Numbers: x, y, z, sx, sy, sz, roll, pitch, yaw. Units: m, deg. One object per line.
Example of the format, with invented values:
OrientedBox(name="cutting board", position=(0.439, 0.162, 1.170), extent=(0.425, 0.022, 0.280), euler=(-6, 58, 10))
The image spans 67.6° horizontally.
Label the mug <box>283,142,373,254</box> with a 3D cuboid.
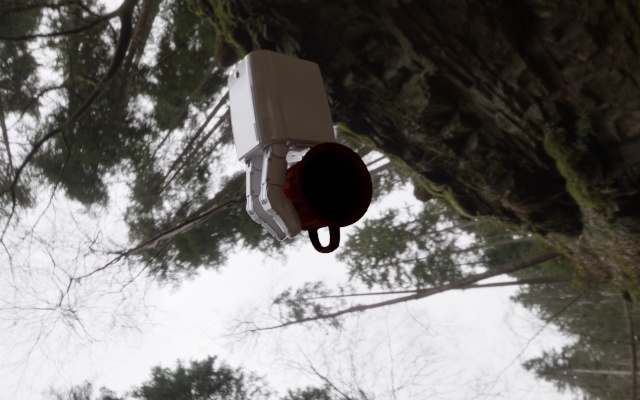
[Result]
OrientedBox(name="mug", position=(0.000, 0.003, 0.539), extent=(0.093, 0.117, 0.081), euler=(-5, -8, -29))
